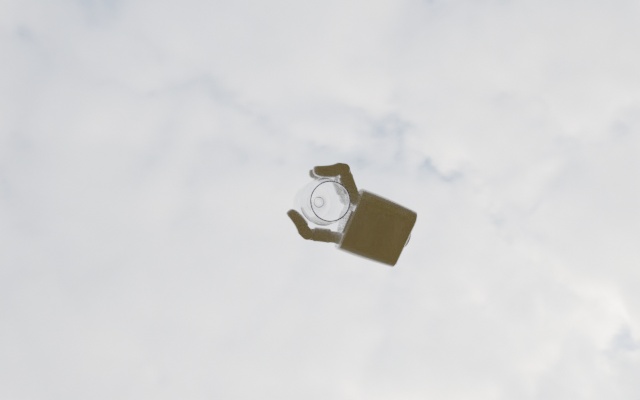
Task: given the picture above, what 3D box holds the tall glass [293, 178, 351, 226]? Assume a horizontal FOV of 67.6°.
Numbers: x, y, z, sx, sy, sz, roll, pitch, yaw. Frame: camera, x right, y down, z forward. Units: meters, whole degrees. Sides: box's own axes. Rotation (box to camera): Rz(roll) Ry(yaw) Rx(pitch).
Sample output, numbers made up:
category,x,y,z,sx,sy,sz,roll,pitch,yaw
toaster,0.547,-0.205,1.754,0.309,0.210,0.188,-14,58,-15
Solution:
category,x,y,z,sx,sy,sz,roll,pitch,yaw
tall glass,0.000,0.003,0.809,0.079,0.079,0.201,0,-1,-8
